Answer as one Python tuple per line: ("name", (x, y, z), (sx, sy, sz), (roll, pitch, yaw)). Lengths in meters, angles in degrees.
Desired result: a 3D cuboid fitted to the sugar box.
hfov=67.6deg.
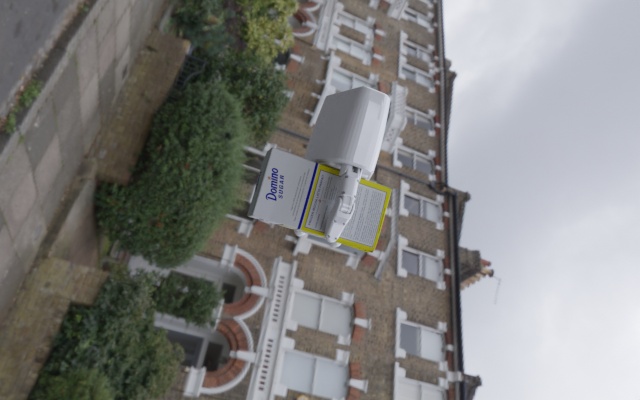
("sugar box", (0.000, 0.002, 0.639), (0.176, 0.093, 0.048), (18, -8, -15))
